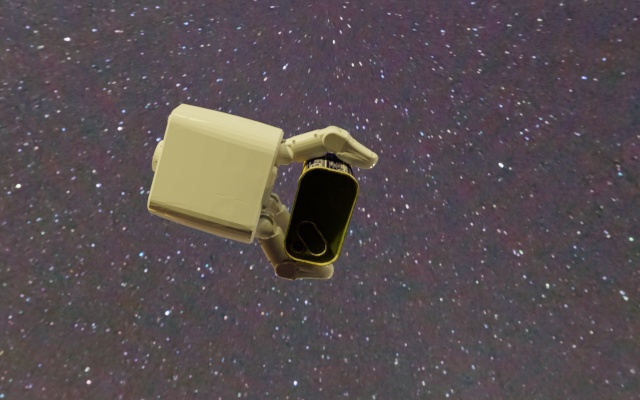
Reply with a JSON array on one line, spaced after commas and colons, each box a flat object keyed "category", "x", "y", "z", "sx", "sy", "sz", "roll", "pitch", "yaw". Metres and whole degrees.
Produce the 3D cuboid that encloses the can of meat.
[{"category": "can of meat", "x": 0.000, "y": 0.001, "z": 0.492, "sx": 0.057, "sy": 0.102, "sz": 0.084, "roll": 13, "pitch": 23, "yaw": -5}]
